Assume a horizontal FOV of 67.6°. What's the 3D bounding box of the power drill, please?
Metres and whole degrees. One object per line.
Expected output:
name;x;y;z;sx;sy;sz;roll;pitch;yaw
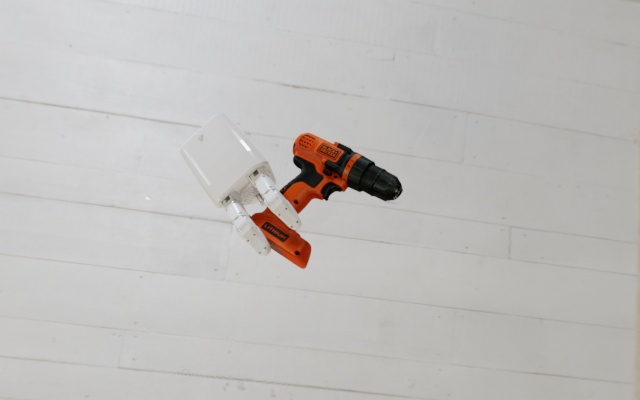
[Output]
power drill;0.000;0.002;0.690;0.184;0.187;0.057;28;-20;26
